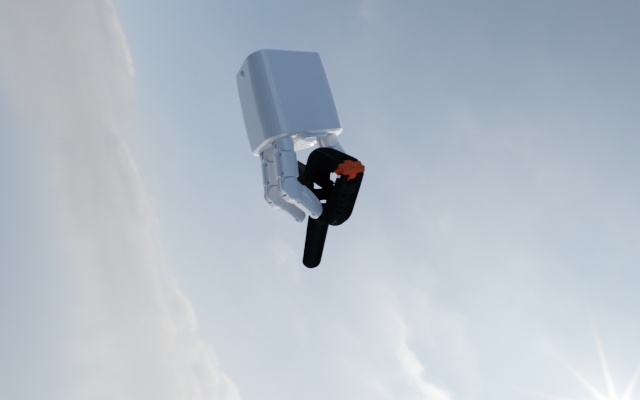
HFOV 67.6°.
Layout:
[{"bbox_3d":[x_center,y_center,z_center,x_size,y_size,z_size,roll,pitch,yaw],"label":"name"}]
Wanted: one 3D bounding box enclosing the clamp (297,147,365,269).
[{"bbox_3d":[0.001,0.001,0.595,0.036,0.164,0.210,-13,-4,-24],"label":"clamp"}]
